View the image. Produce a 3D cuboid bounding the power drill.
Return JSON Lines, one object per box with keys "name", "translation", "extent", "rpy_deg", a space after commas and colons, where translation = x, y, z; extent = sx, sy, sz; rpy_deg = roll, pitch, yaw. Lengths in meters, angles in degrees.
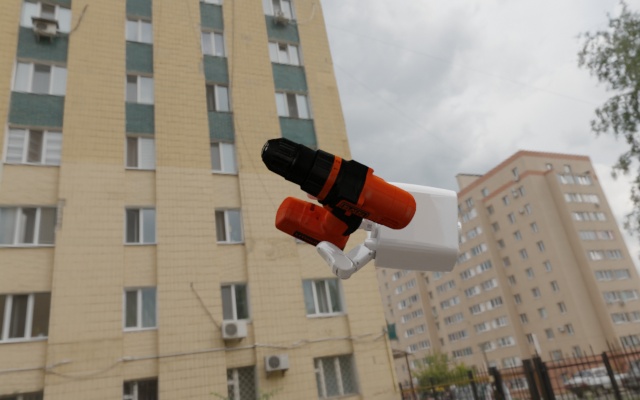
{"name": "power drill", "translation": [0.000, 0.002, 0.590], "extent": [0.184, 0.057, 0.188], "rpy_deg": [26, -23, -9]}
